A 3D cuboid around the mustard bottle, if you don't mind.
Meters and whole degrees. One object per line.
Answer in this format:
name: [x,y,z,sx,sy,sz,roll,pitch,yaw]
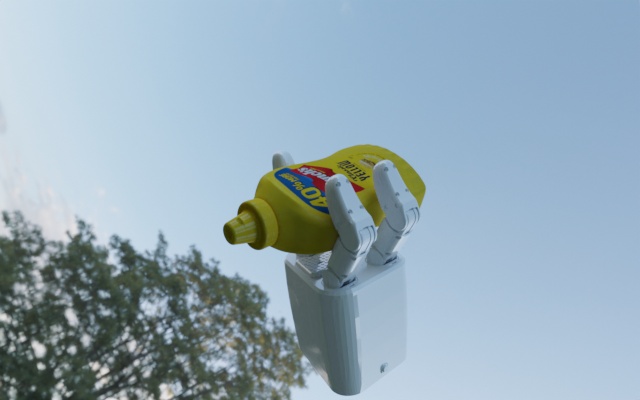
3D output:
mustard bottle: [0.000,0.001,0.424,0.191,0.058,0.096,-20,47,-38]
